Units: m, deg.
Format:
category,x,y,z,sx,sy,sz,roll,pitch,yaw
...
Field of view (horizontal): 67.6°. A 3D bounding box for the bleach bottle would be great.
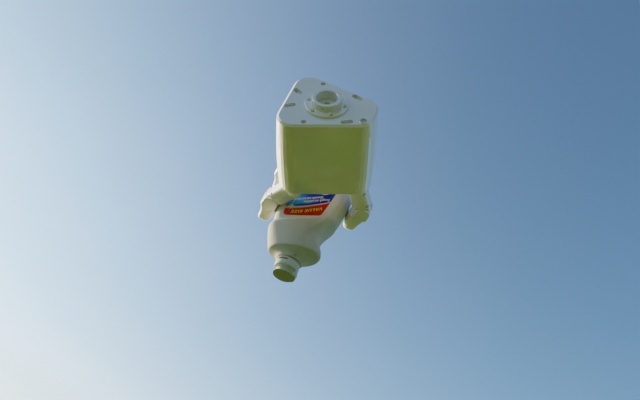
category,x,y,z,sx,sy,sz,roll,pitch,yaw
bleach bottle,0.000,0.002,0.650,0.102,0.250,0.068,13,-40,10
